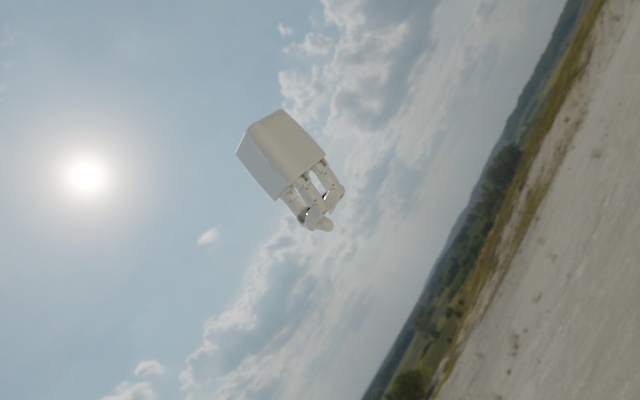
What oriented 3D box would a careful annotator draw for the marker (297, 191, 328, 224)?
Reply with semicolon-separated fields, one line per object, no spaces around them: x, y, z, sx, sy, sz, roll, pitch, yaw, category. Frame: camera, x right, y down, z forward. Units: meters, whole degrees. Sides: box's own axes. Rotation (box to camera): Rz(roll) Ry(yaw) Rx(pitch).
0.000;0.003;0.807;0.020;0.020;0.121;0;27;35;marker
